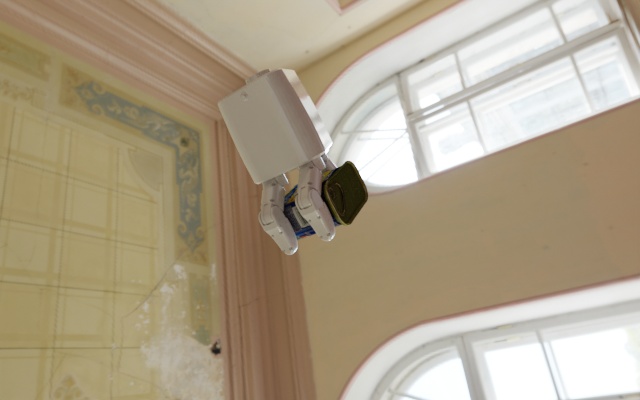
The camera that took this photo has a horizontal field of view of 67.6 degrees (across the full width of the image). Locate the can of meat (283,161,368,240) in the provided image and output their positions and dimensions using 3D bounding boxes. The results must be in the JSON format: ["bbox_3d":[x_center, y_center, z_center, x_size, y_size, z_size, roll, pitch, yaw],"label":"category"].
[{"bbox_3d":[0.000,0.002,0.583,0.084,0.057,0.102,-21,14,29],"label":"can of meat"}]
